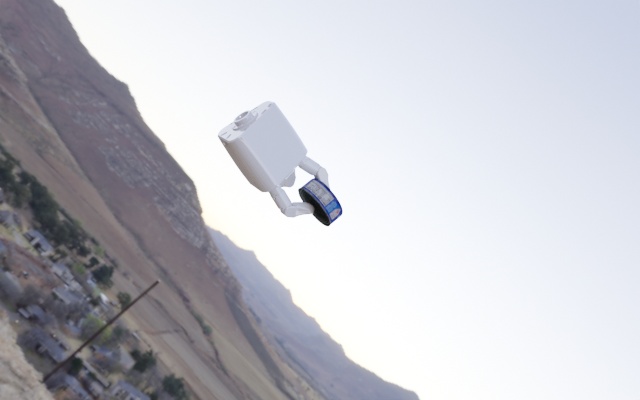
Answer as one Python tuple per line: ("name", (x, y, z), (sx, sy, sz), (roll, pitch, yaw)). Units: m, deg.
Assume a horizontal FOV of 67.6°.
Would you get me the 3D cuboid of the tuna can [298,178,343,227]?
("tuna can", (0.001, 0.002, 0.840), (0.033, 0.086, 0.086), (-39, 12, -16))
